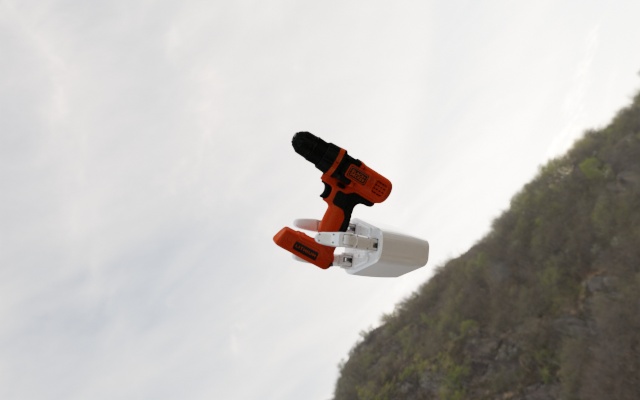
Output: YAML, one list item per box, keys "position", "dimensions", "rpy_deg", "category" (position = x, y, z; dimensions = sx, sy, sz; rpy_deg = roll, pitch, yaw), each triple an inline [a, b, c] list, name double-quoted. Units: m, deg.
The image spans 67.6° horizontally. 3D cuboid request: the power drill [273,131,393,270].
- position: [0.000, 0.003, 0.774]
  dimensions: [0.184, 0.187, 0.057]
  rpy_deg: [30, 4, -9]
  category: "power drill"
